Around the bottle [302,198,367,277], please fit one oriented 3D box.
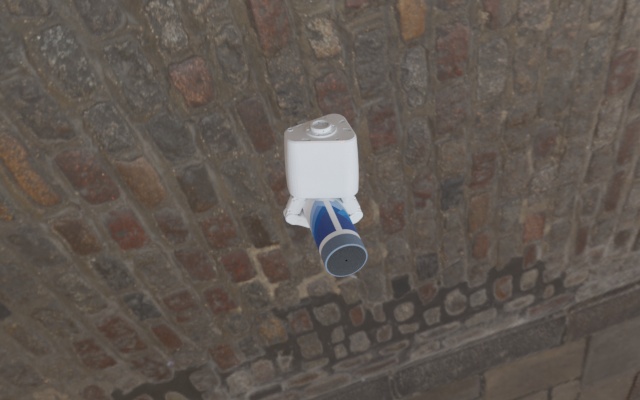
[{"bbox_3d":[0.000,0.003,0.820,0.069,0.069,0.295,0,36,-19],"label":"bottle"}]
